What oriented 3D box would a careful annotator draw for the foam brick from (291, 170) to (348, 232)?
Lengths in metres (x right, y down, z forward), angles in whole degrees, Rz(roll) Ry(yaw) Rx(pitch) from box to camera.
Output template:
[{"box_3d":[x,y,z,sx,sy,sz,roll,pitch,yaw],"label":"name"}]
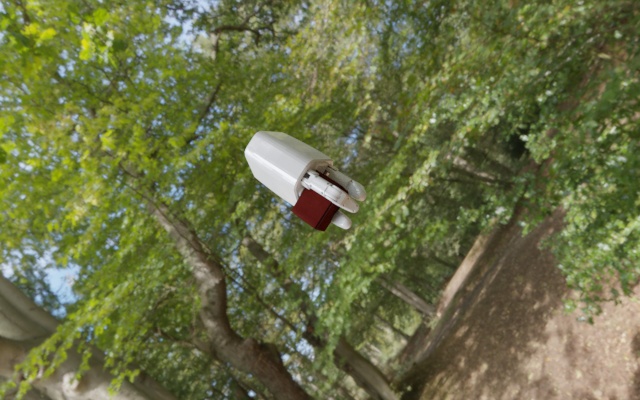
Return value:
[{"box_3d":[0.000,0.003,0.750,0.051,0.078,0.053,32,-1,17],"label":"foam brick"}]
